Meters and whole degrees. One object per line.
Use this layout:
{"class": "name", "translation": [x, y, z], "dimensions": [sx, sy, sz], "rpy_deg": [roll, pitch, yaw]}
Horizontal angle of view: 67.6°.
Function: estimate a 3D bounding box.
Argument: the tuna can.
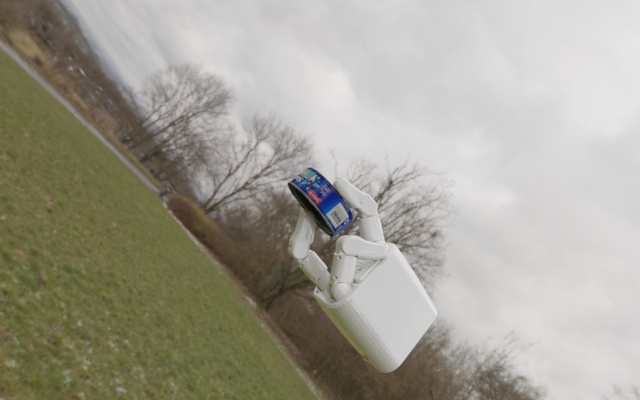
{"class": "tuna can", "translation": [0.000, 0.001, 0.576], "dimensions": [0.034, 0.086, 0.086], "rpy_deg": [-40, 8, -10]}
